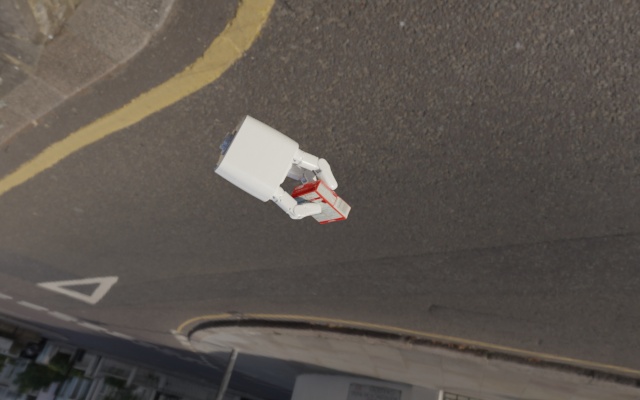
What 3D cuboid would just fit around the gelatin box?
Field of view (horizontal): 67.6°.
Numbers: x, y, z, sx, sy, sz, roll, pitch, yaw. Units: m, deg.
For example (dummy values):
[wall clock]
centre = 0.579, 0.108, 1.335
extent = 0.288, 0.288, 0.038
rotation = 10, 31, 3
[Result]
[gelatin box]
centre = 0.000, 0.003, 0.882
extent = 0.089, 0.030, 0.073
rotation = 42, -34, -26
